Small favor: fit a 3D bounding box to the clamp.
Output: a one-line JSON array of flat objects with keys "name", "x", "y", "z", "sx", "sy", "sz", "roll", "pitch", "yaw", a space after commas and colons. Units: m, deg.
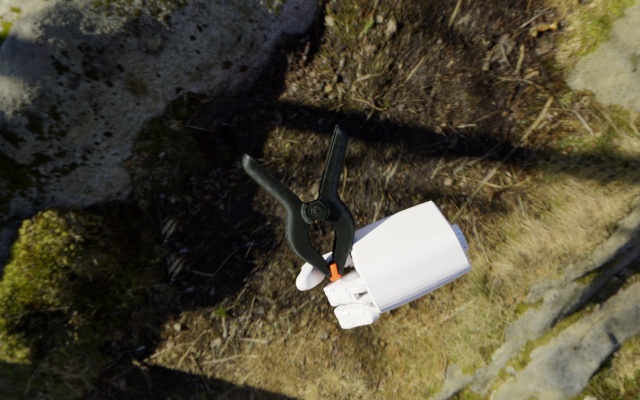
[{"name": "clamp", "x": 0.000, "y": 0.002, "z": 0.536, "sx": 0.120, "sy": 0.171, "sz": 0.039, "roll": -26, "pitch": 8, "yaw": 3}]
